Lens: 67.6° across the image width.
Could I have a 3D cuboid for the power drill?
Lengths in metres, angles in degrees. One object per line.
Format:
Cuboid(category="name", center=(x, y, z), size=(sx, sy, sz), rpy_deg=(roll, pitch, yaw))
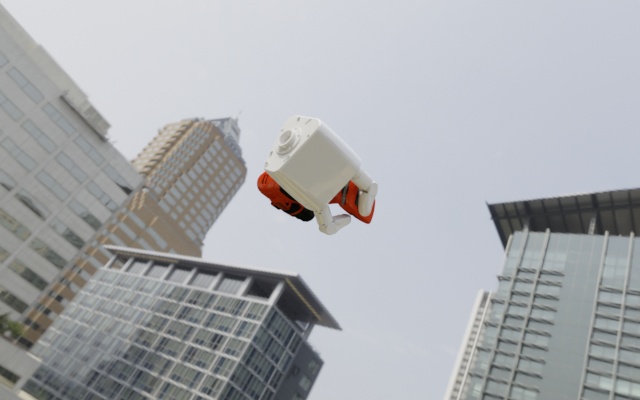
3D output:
Cuboid(category="power drill", center=(0.000, 0.003, 0.872), size=(0.187, 0.057, 0.184), rpy_deg=(3, -19, 28))
